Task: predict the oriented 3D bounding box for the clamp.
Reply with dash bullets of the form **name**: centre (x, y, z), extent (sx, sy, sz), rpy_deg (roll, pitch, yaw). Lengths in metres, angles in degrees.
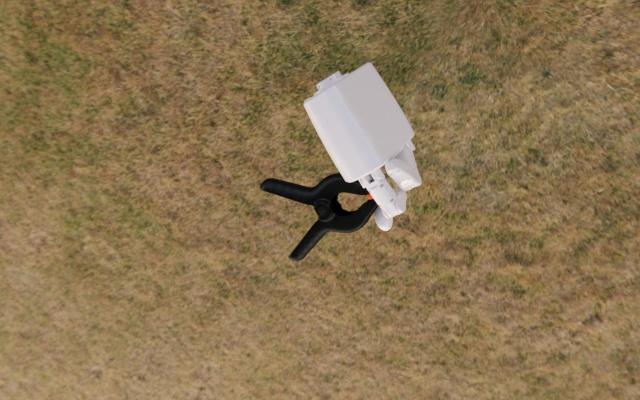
- **clamp**: centre (0.000, 0.002, 0.622), extent (0.171, 0.120, 0.039), rpy_deg (-27, 11, 27)
